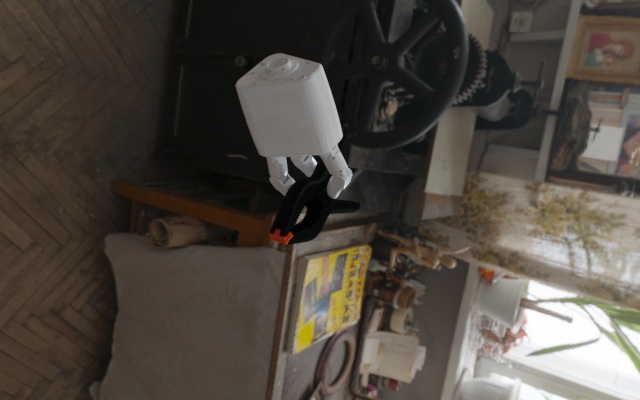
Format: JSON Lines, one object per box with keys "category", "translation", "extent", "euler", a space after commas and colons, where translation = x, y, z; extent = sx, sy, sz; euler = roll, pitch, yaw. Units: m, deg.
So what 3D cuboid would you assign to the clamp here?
{"category": "clamp", "translation": [0.000, 0.003, 0.714], "extent": [0.036, 0.165, 0.210], "euler": [11, 47, 33]}
